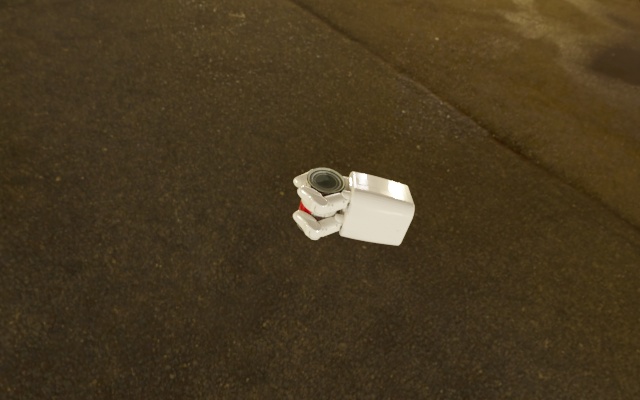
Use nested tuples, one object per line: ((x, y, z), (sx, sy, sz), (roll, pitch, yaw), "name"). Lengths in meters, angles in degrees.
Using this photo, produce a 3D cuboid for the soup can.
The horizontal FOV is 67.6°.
((0.000, 0.002, 0.823), (0.068, 0.102, 0.068), (9, 42, -8), "soup can")
